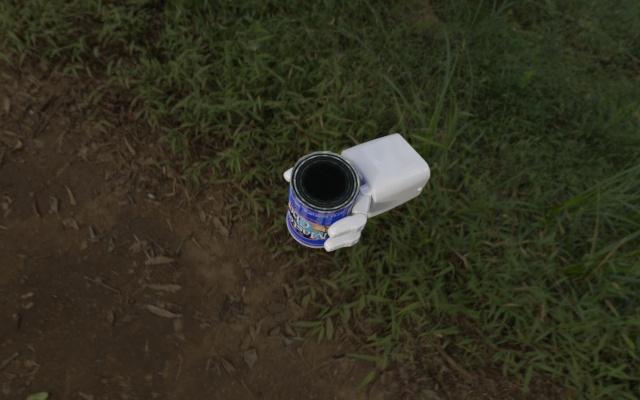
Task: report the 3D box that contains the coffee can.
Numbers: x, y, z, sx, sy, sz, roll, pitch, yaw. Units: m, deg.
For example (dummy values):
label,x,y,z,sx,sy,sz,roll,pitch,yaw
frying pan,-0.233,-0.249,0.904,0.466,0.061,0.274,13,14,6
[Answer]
label,x,y,z,sx,sy,sz,roll,pitch,yaw
coffee can,0.000,0.003,0.753,0.103,0.102,0.140,0,-26,-6
